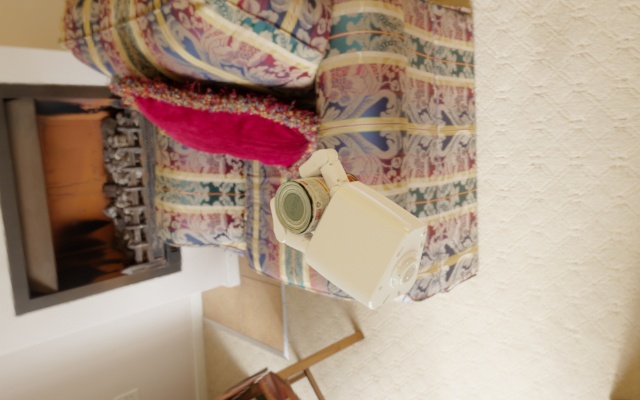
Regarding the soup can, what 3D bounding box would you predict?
[{"bbox_3d":[0.000,0.002,0.614,0.068,0.068,0.102,0,8,44],"label":"soup can"}]
